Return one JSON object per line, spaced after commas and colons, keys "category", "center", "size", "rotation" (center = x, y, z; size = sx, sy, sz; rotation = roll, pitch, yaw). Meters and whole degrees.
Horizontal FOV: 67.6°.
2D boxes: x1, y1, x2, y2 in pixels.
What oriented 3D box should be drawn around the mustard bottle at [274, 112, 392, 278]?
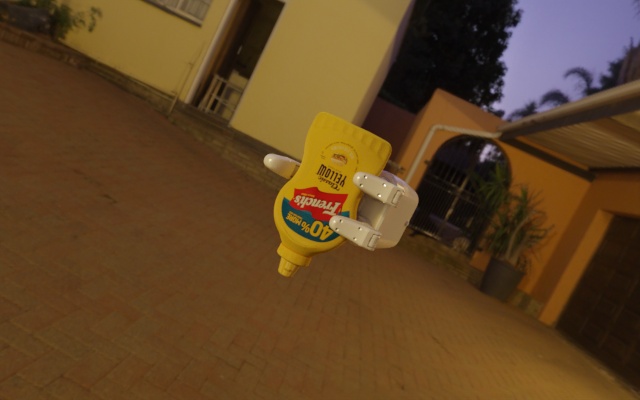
{"category": "mustard bottle", "center": [0.000, 0.002, 0.557], "size": [0.096, 0.191, 0.058], "rotation": [27, 5, 4]}
